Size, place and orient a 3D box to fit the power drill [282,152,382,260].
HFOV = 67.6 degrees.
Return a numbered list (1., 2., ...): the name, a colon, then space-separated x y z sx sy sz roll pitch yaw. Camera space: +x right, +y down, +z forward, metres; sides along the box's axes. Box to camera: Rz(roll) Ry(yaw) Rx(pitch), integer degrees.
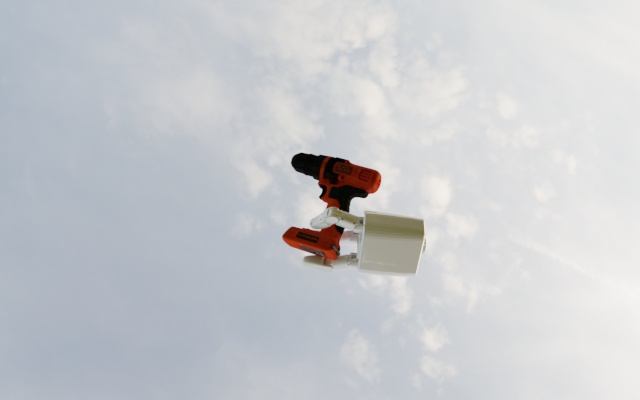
1. power drill: 0.000 0.003 0.884 0.184 0.187 0.057 16 -18 24
